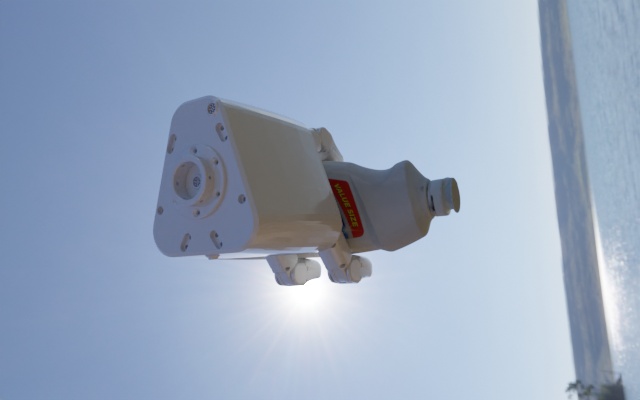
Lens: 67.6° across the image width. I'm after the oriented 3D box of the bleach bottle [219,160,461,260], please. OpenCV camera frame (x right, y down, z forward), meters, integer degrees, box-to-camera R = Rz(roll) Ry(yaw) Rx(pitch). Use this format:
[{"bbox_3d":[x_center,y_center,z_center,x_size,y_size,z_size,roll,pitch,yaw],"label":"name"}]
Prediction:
[{"bbox_3d":[0.000,0.002,0.446,0.251,0.102,0.068,-7,-6,29],"label":"bleach bottle"}]
